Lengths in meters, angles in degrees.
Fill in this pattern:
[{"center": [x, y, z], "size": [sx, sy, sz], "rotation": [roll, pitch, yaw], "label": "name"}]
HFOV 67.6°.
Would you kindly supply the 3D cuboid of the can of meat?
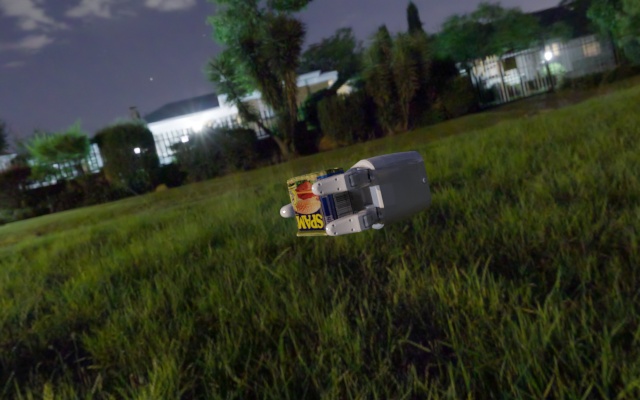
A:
[{"center": [0.000, 0.002, 0.667], "size": [0.057, 0.084, 0.102], "rotation": [-15, 4, -32], "label": "can of meat"}]
